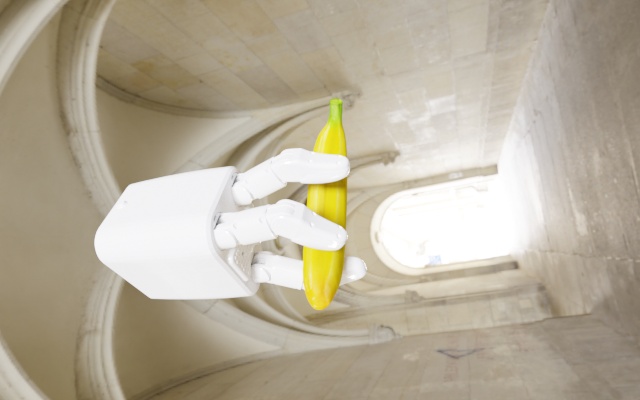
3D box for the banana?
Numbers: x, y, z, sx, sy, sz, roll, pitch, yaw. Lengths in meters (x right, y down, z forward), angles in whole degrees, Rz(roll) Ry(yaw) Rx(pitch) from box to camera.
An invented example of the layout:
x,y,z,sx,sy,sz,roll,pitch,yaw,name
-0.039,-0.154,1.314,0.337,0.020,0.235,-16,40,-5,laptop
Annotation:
x,y,z,sx,sy,sz,roll,pitch,yaw,name
0.004,0.007,0.429,0.037,0.197,0.070,-2,-27,10,banana
